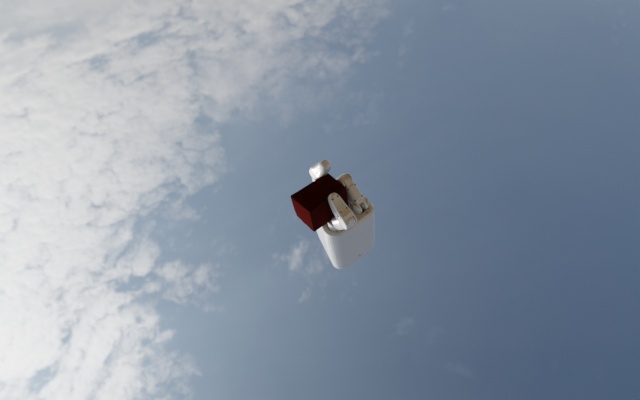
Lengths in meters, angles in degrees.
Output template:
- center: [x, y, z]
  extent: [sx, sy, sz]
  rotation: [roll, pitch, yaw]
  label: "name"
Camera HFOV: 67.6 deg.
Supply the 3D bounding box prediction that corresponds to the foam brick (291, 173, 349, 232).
- center: [0.000, 0.003, 0.783]
  extent: [0.078, 0.051, 0.053]
  rotation: [-33, 51, -20]
  label: "foam brick"
